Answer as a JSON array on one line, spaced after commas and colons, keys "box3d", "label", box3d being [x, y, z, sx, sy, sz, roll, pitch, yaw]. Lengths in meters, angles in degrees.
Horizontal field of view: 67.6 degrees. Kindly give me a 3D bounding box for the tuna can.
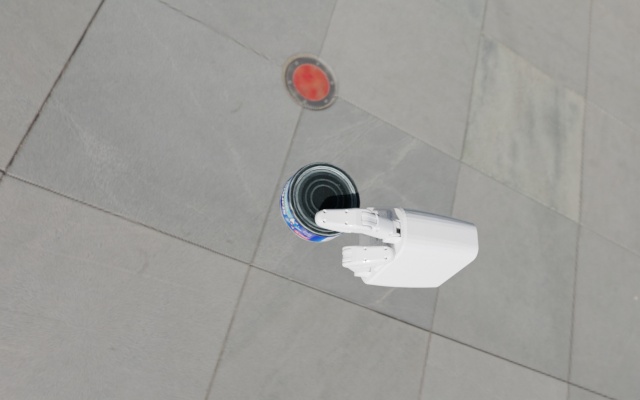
[{"box3d": [0.000, 0.002, 0.529, 0.086, 0.086, 0.034, 0, -14, -21], "label": "tuna can"}]
